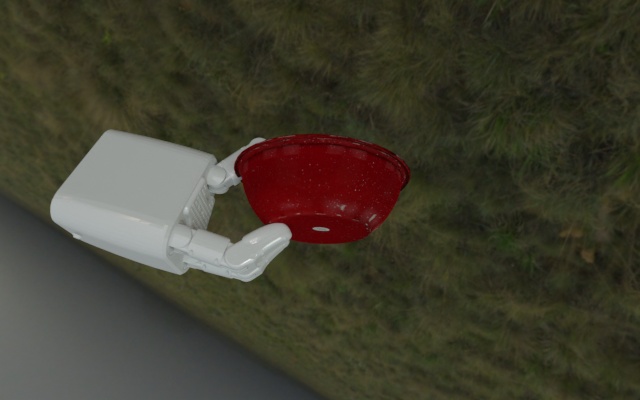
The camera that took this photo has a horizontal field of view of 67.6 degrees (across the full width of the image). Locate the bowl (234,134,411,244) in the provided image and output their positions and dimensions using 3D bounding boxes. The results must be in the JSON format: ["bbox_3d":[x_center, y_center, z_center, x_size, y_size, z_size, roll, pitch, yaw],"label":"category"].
[{"bbox_3d":[0.001,0.002,0.432,0.162,0.055,0.162,2,-20,1],"label":"bowl"}]
